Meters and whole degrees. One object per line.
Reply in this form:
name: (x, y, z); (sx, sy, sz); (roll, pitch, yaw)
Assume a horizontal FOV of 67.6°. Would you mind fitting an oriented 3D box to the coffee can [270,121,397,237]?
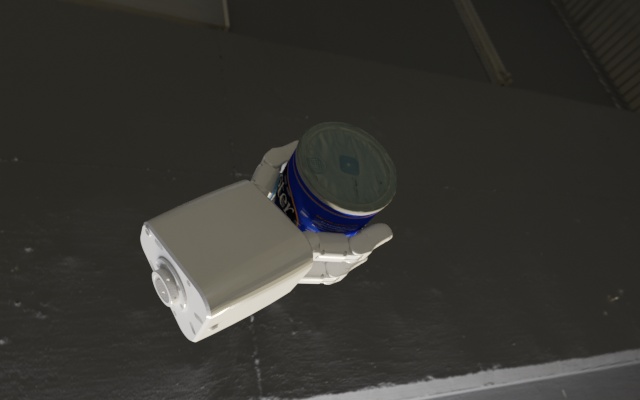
coffee can: (0.000, 0.001, 0.495); (0.103, 0.102, 0.140); (0, -31, -26)
